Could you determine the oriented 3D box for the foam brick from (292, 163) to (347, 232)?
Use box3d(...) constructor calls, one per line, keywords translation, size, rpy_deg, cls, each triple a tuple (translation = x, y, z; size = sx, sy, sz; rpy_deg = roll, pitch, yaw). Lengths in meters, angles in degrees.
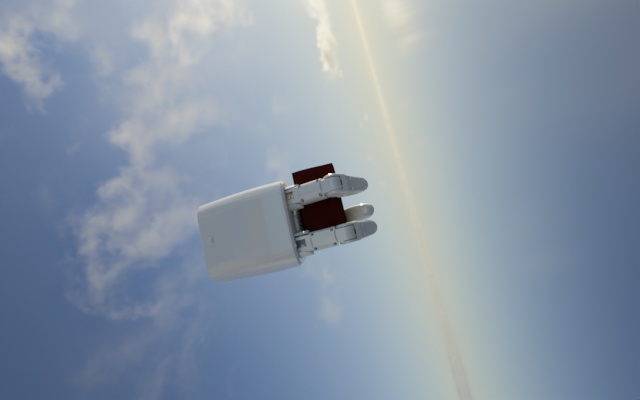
box3d(translation=(0.000, 0.002, 0.573), size=(0.051, 0.078, 0.053), rpy_deg=(-14, -13, 3), cls="foam brick")
